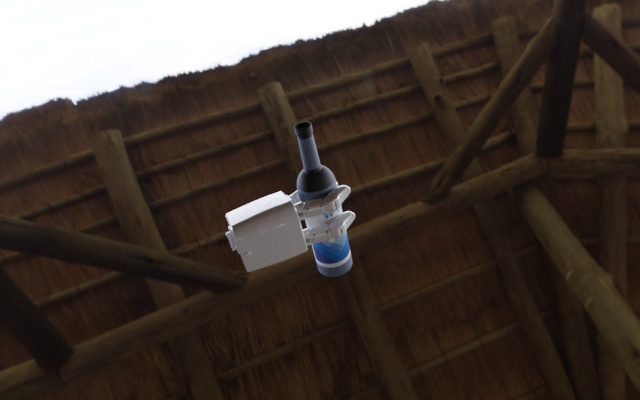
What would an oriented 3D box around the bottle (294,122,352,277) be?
[{"bbox_3d":[0.000,0.003,0.820,0.069,0.296,0.069,-9,35,6],"label":"bottle"}]
